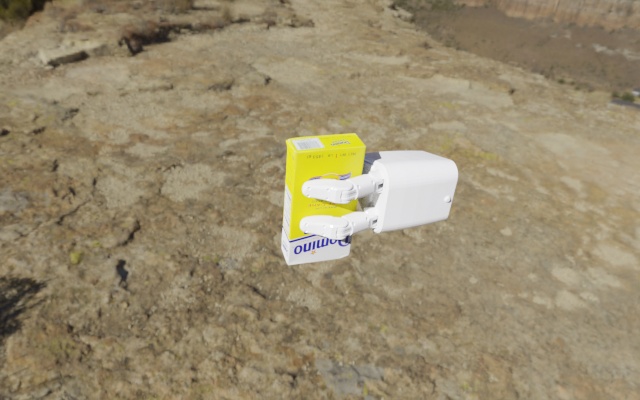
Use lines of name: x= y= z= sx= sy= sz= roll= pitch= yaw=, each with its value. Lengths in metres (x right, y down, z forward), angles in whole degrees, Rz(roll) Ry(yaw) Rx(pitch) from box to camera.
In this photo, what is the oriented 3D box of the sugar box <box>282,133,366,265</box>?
sugar box: x=0.000 y=0.002 z=0.626 sx=0.093 sy=0.176 sz=0.048 roll=-6 pitch=33 yaw=-16
